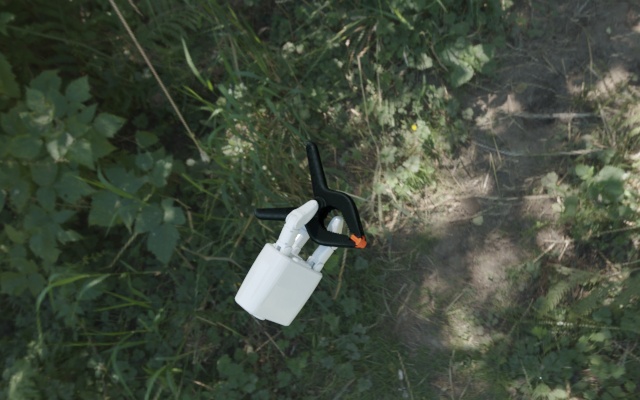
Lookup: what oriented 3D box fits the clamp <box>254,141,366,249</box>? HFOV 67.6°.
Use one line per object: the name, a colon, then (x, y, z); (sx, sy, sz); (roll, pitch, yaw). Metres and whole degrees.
clamp: (0.000, 0.003, 0.796); (0.210, 0.164, 0.036); (31, 0, 30)
